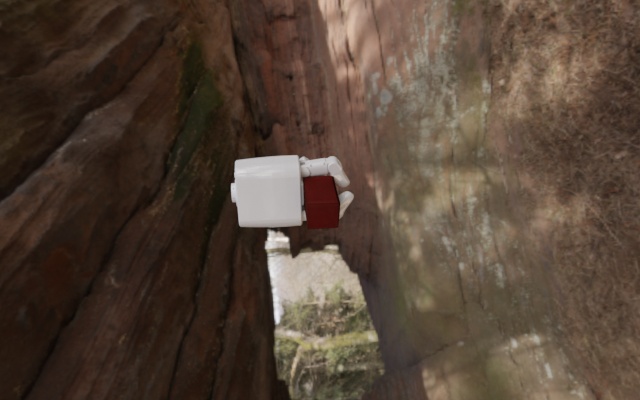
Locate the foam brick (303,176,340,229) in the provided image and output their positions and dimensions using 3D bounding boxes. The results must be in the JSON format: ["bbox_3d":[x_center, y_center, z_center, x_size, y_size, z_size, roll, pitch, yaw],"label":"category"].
[{"bbox_3d":[0.000,0.003,0.774,0.051,0.053,0.078,-3,37,-7],"label":"foam brick"}]
